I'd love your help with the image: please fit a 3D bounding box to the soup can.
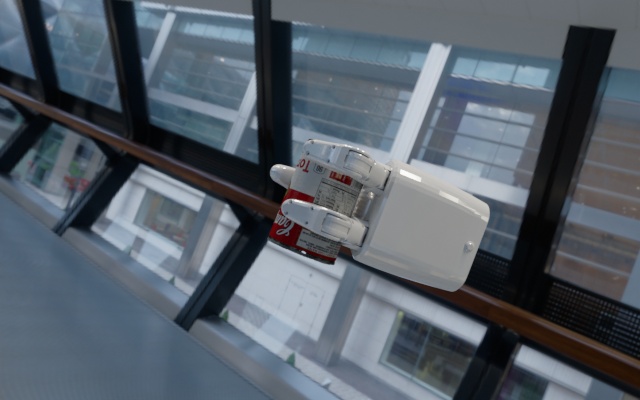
[{"bbox_3d":[0.000,0.001,0.450,0.068,0.102,0.068,22,-1,1],"label":"soup can"}]
